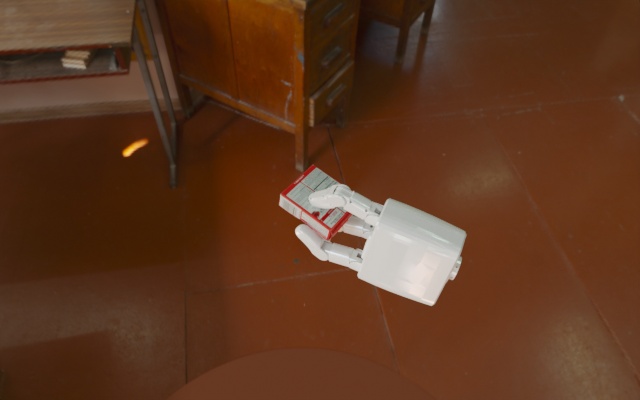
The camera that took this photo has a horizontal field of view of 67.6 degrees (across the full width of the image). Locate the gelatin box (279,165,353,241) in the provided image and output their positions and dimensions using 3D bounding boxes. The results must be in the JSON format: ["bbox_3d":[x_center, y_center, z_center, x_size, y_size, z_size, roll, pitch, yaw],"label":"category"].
[{"bbox_3d":[0.000,0.002,0.650,0.089,0.073,0.030,35,-34,14],"label":"gelatin box"}]
